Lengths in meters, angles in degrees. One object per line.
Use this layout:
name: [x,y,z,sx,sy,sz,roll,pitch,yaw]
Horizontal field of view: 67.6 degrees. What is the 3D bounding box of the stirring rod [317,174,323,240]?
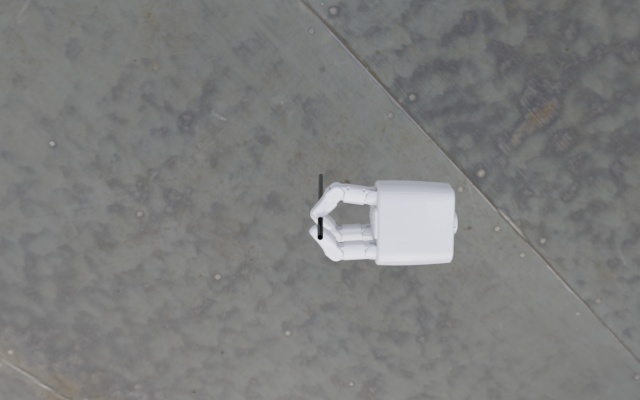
stirring rod: [0.000,0.002,0.730,0.011,0.011,0.239,0,22,0]
